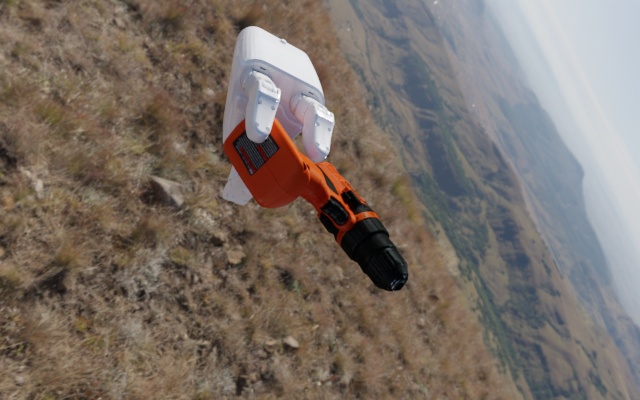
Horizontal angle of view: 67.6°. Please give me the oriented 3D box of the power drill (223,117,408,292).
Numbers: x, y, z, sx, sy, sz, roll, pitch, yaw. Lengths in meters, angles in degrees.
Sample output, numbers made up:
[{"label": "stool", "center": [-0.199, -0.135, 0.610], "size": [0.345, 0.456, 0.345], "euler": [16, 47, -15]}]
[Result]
[{"label": "power drill", "center": [0.000, 0.001, 0.472], "size": [0.188, 0.057, 0.184], "euler": [37, 12, -52]}]
